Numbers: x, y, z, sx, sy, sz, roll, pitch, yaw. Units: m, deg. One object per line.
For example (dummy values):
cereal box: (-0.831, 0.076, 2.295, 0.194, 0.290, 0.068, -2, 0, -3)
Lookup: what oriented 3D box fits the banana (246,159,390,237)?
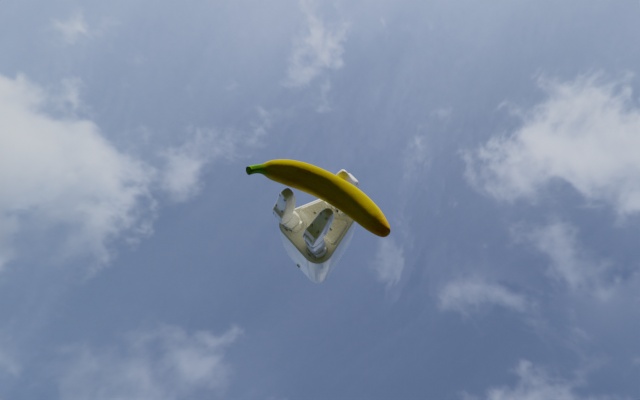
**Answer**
banana: (0.004, -0.010, 0.618, 0.198, 0.037, 0.069, 23, 42, 10)
